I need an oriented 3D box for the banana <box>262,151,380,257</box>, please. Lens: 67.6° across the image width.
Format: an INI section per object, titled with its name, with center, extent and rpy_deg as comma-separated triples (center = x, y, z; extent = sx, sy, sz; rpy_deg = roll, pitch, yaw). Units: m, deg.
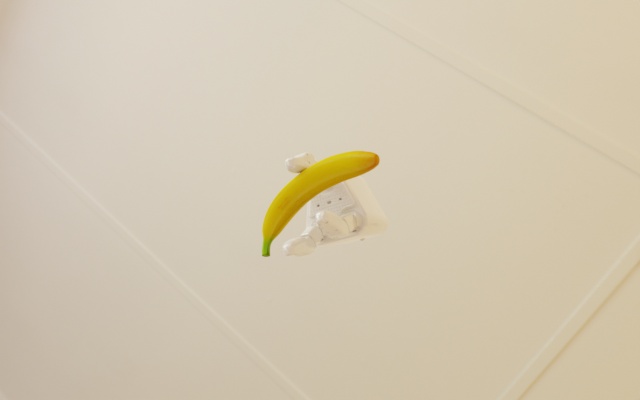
[banana]
center = -0.011, -0.010, 0.619
extent = 0.198, 0.069, 0.037
rpy_deg = -42, -29, 16
